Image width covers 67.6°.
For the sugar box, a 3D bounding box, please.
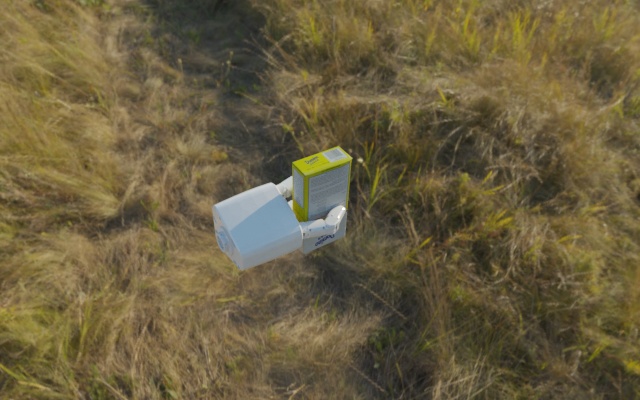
[{"bbox_3d":[0.000,0.002,0.806,0.093,0.176,0.048,-21,48,-26],"label":"sugar box"}]
